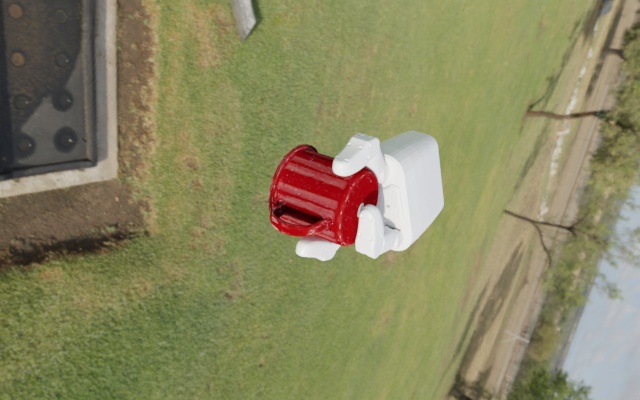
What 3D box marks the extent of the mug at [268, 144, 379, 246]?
[{"bbox_3d":[-0.001,0.002,0.481,0.081,0.093,0.117,20,34,29],"label":"mug"}]
